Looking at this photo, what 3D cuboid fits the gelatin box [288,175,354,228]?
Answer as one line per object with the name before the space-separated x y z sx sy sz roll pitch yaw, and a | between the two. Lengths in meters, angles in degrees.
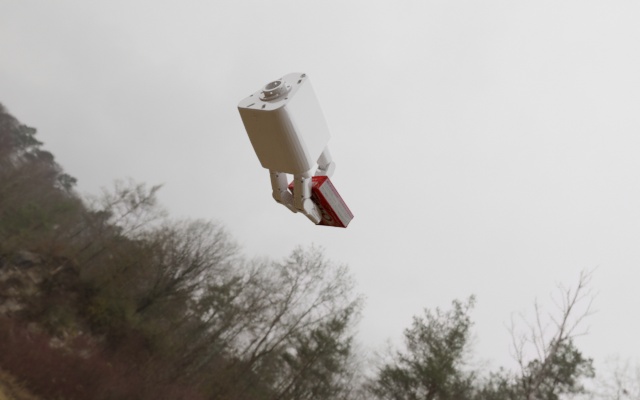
gelatin box | 0.001 0.002 0.745 0.073 0.089 0.030 2 46 49
